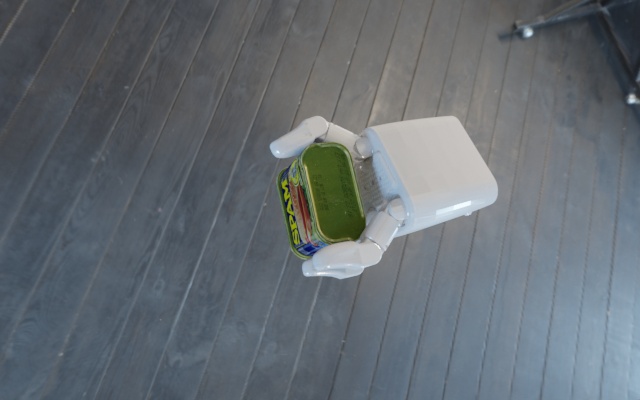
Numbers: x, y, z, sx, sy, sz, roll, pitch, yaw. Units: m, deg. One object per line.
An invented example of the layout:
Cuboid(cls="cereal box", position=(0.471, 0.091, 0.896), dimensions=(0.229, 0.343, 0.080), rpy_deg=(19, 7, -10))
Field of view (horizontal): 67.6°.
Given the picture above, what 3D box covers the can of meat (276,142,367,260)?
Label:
Cuboid(cls="can of meat", position=(0.000, 0.001, 0.470), dimensions=(0.057, 0.102, 0.084), rpy_deg=(-9, -10, -21))
